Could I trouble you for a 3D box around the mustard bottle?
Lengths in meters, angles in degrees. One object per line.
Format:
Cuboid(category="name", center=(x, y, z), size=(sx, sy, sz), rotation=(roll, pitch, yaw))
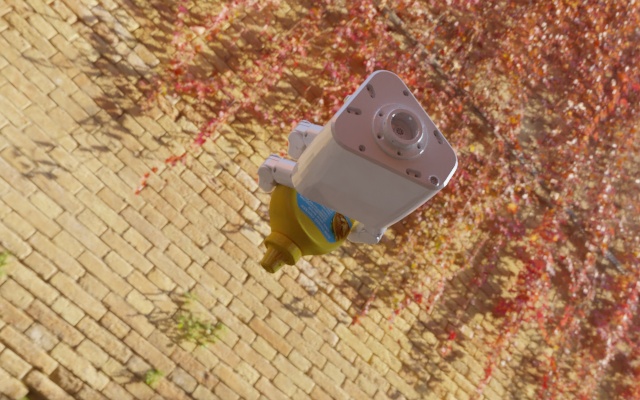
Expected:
Cuboid(category="mustard bottle", center=(0.000, 0.002, 0.522), size=(0.058, 0.096, 0.191), rotation=(-3, 42, 53))
